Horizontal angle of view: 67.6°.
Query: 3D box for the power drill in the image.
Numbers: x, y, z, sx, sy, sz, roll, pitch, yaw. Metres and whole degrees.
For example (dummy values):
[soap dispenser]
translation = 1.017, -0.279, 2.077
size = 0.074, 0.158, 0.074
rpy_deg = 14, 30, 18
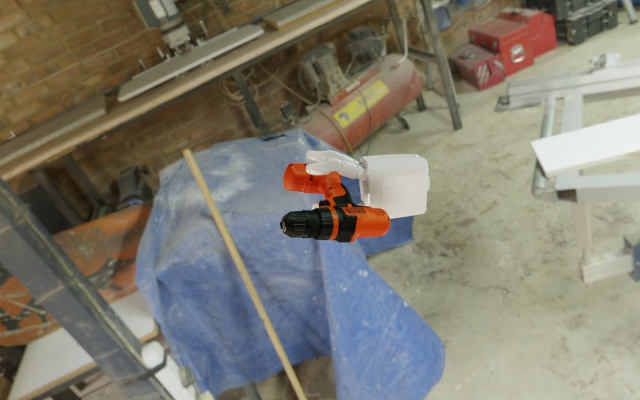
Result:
[power drill]
translation = 0.000, 0.002, 0.798
size = 0.184, 0.057, 0.187
rpy_deg = 2, 31, -26
